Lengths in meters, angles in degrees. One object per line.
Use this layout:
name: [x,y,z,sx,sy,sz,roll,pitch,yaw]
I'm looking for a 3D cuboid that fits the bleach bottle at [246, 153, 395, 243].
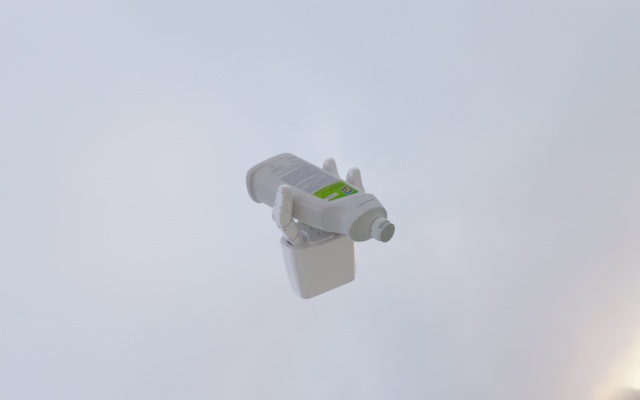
bleach bottle: [0.000,0.002,0.705,0.102,0.068,0.250,-30,39,-30]
